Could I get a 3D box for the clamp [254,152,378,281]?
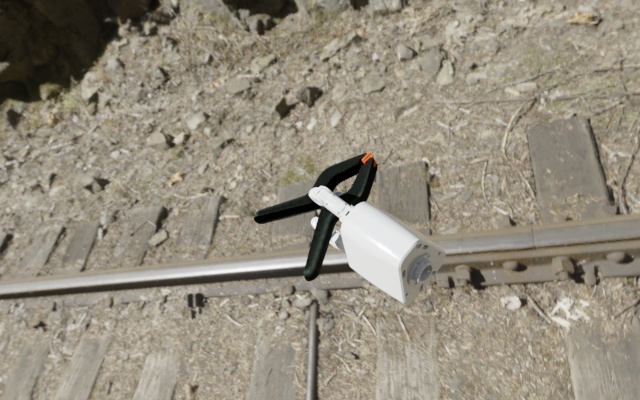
[{"bbox_3d":[0.000,0.002,0.736,0.164,0.210,0.036,34,-11,38],"label":"clamp"}]
